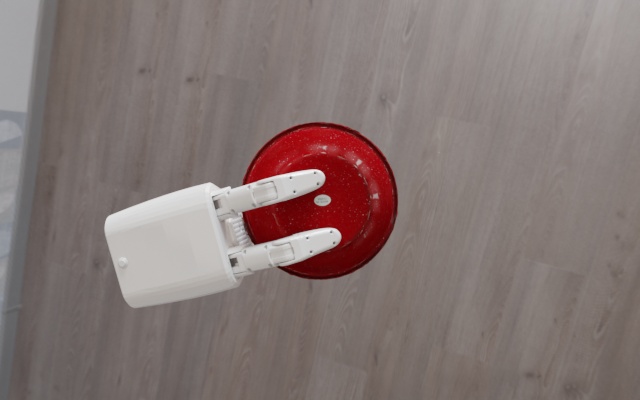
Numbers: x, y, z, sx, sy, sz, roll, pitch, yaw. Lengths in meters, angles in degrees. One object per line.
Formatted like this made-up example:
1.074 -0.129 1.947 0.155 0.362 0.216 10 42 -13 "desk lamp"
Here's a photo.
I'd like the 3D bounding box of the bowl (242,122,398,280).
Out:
0.001 0.001 0.463 0.162 0.162 0.055 0 2 -2 "bowl"
